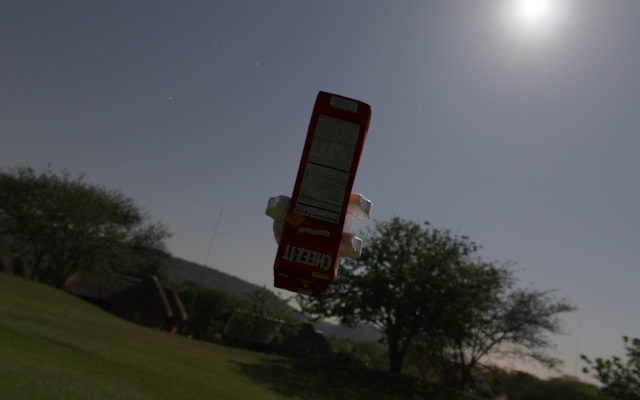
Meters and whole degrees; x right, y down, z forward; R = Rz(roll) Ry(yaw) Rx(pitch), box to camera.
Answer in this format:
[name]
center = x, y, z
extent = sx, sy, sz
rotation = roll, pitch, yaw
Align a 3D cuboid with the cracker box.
[cracker box]
center = 0.000, 0.002, 0.588
extent = 0.072, 0.213, 0.164
rotation = 14, -17, -1
